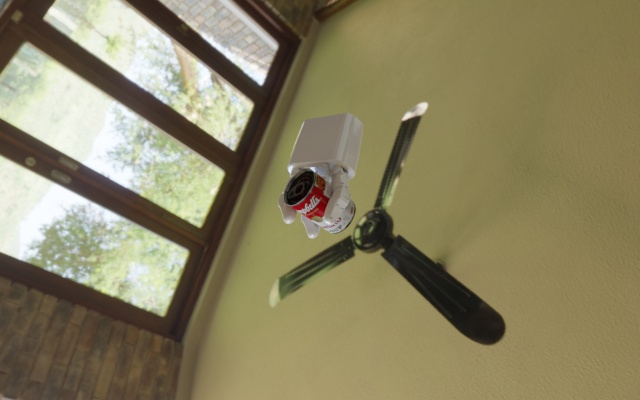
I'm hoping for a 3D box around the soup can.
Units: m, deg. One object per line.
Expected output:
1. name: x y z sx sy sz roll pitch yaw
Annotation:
1. soup can: 0.000 0.003 0.774 0.102 0.068 0.068 36 -22 -34
